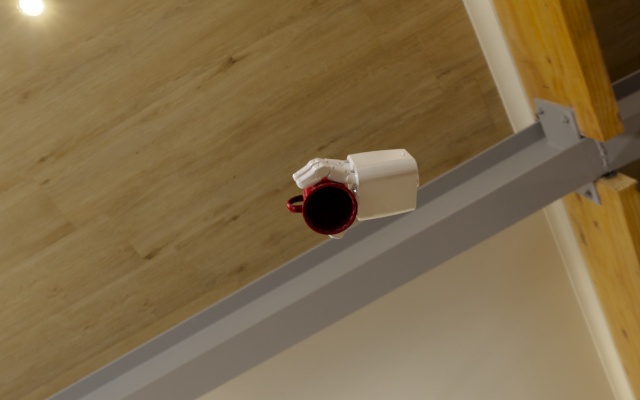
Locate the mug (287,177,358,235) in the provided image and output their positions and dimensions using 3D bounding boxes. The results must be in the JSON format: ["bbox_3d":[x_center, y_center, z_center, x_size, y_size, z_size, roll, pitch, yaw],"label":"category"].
[{"bbox_3d":[-0.001,0.003,0.825,0.117,0.093,0.081,-8,22,-3],"label":"mug"}]
